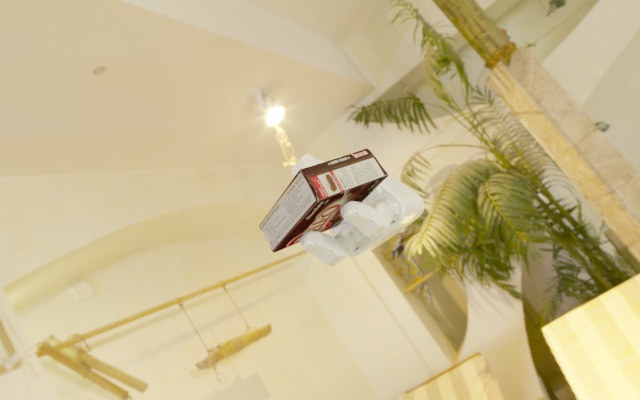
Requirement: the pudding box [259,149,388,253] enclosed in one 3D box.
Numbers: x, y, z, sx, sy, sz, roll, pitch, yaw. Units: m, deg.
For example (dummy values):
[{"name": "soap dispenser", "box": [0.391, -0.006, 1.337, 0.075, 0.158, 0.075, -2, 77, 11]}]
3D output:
[{"name": "pudding box", "box": [0.000, 0.001, 0.473, 0.090, 0.039, 0.113, -22, -19, -37]}]
